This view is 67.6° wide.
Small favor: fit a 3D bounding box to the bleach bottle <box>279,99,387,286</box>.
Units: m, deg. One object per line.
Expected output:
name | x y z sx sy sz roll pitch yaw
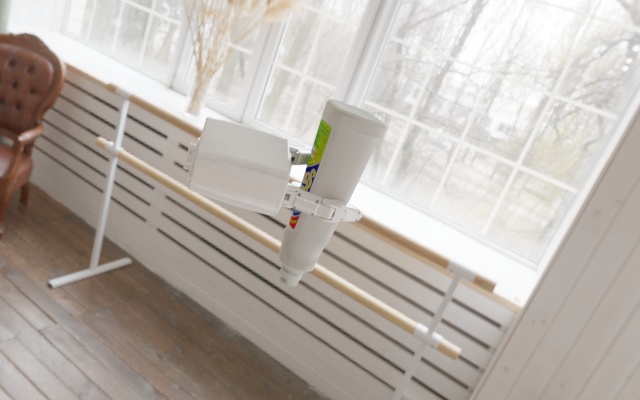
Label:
bleach bottle | 0.000 0.002 0.616 0.068 0.251 0.102 16 18 -17
